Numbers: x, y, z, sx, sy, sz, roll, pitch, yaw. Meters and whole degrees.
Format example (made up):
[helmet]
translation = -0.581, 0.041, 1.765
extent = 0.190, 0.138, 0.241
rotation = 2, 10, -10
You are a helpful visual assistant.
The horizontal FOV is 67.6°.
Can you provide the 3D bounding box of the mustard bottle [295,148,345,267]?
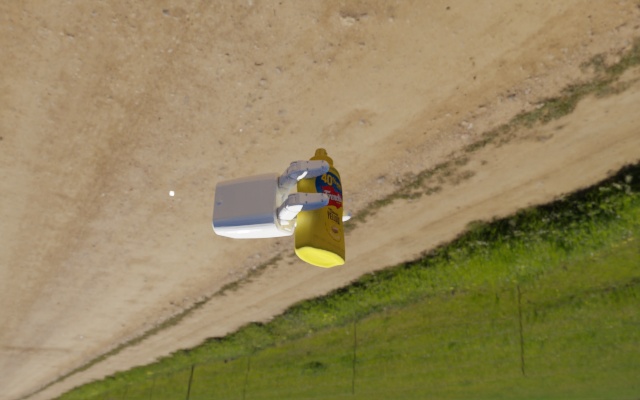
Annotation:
[mustard bottle]
translation = 0.000, 0.003, 0.755
extent = 0.058, 0.191, 0.096
rotation = -18, -32, 32
